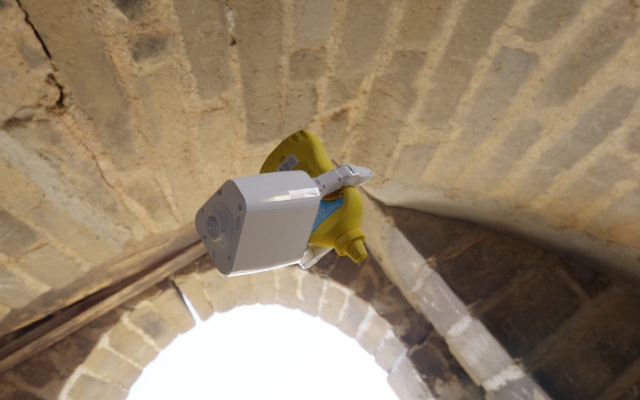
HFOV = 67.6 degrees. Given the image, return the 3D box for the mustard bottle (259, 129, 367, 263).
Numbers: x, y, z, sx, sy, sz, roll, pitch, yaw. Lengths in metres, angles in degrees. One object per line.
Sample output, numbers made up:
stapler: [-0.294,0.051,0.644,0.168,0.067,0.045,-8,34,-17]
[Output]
mustard bottle: [0.000,0.002,0.629,0.096,0.191,0.058,-43,-27,14]
